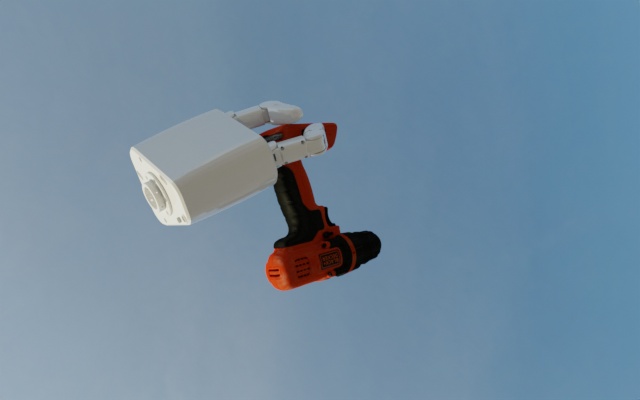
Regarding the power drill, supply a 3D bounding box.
[{"bbox_3d":[0.000,0.001,0.580,0.057,0.187,0.184,-14,-2,42],"label":"power drill"}]
